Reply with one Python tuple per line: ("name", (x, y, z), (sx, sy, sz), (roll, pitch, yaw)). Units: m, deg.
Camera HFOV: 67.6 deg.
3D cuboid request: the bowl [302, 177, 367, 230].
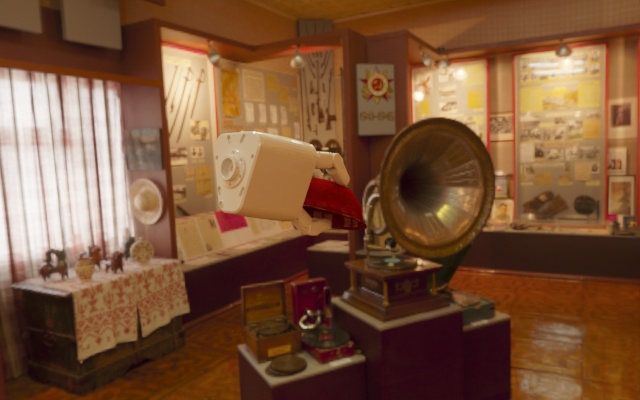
("bowl", (0.001, 0.002, 0.766), (0.162, 0.055, 0.162), (12, -12, 3))
